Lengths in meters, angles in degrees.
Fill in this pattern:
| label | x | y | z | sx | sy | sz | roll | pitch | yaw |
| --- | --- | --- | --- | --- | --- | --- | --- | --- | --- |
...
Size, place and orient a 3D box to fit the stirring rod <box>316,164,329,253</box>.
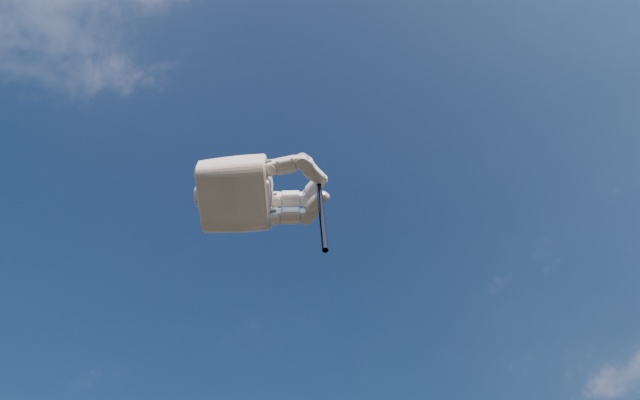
| label | x | y | z | sx | sy | sz | roll | pitch | yaw |
| --- | --- | --- | --- | --- | --- | --- | --- | --- | --- |
| stirring rod | 0.000 | 0.002 | 0.691 | 0.011 | 0.011 | 0.239 | 0 | 29 | -3 |
